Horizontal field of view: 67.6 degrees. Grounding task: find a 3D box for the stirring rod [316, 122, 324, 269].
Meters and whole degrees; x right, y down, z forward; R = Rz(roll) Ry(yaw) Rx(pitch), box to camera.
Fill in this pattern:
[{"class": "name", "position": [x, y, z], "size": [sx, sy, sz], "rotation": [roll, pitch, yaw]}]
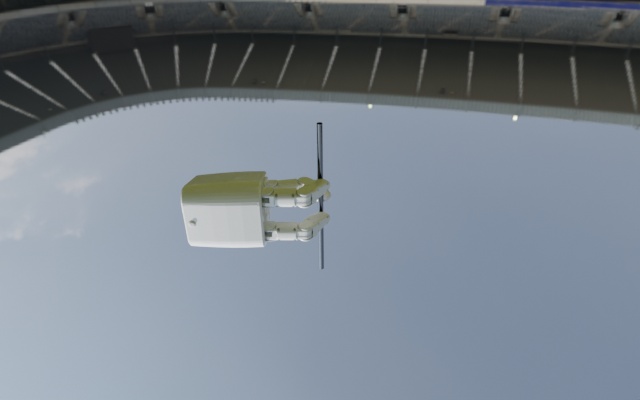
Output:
[{"class": "stirring rod", "position": [0.000, 0.002, 0.687], "size": [0.011, 0.240, 0.011], "rotation": [-1, 31, 0]}]
